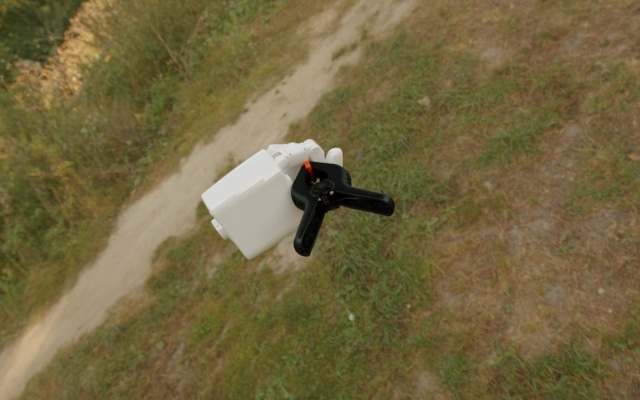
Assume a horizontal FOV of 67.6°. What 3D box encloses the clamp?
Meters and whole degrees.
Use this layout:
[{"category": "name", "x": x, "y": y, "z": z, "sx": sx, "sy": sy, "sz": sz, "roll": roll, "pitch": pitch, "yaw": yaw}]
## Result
[{"category": "clamp", "x": 0.000, "y": 0.001, "z": 0.580, "sx": 0.120, "sy": 0.039, "sz": 0.171, "roll": -26, "pitch": 30, "yaw": -13}]
